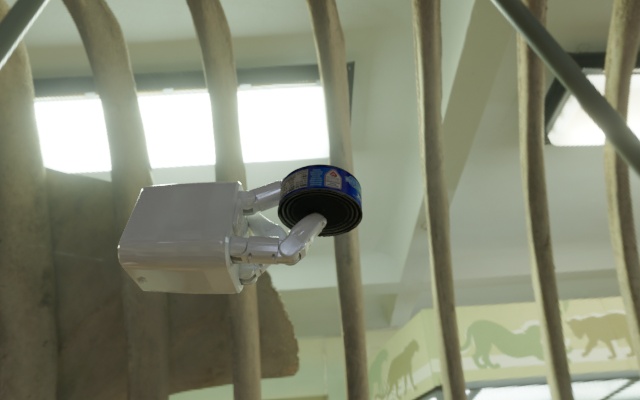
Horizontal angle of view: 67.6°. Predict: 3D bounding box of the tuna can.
[{"bbox_3d":[0.000,0.001,0.489,0.086,0.033,0.086,2,-35,1],"label":"tuna can"}]
